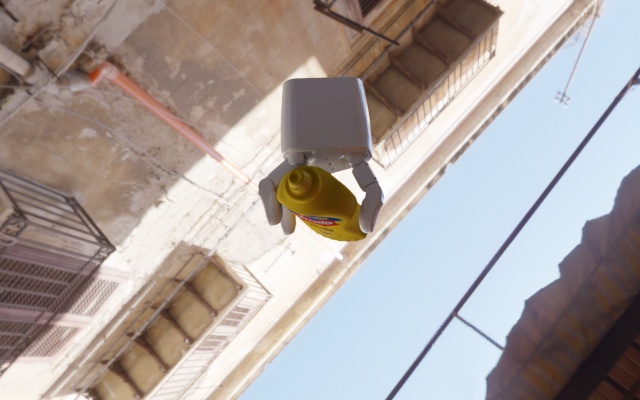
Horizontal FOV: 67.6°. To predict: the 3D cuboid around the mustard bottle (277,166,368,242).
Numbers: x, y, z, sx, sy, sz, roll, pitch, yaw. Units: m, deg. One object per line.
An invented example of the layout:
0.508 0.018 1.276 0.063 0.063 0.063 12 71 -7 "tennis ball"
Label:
0.000 0.002 0.586 0.096 0.058 0.192 16 -12 20 "mustard bottle"
